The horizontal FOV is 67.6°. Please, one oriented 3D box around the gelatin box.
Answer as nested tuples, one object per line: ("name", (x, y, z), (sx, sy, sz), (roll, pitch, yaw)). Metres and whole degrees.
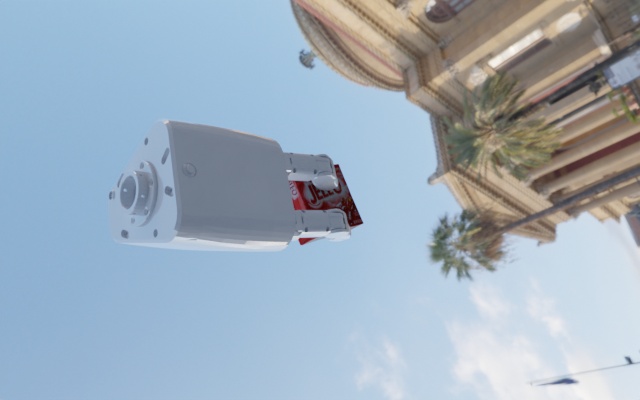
("gelatin box", (0.000, 0.002, 0.498), (0.030, 0.073, 0.089), (-28, -11, 34))
